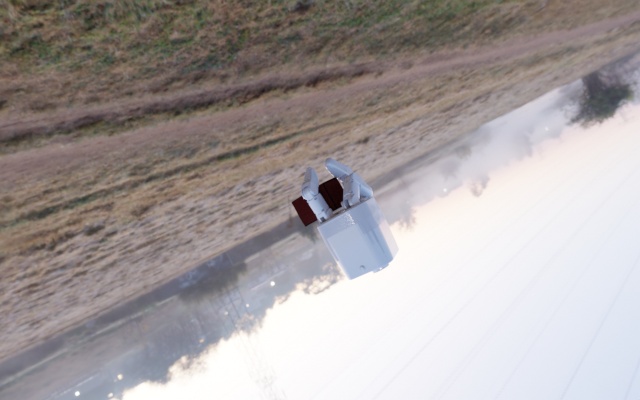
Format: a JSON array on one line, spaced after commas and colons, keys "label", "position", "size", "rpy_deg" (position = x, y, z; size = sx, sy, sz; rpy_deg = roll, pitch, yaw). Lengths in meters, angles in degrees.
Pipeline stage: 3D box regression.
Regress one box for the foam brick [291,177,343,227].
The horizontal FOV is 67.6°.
[{"label": "foam brick", "position": [0.000, 0.003, 0.829], "size": [0.078, 0.051, 0.053], "rpy_deg": [-30, -1, 34]}]
